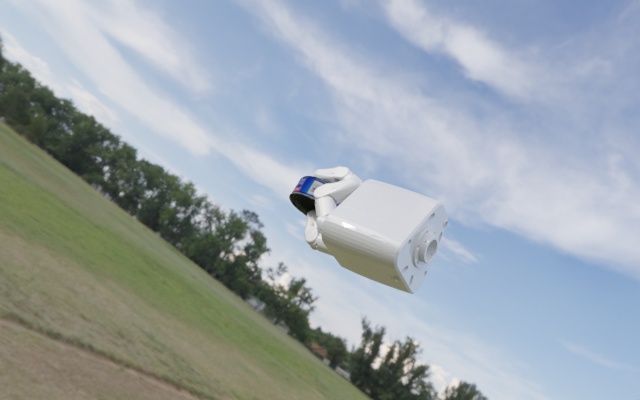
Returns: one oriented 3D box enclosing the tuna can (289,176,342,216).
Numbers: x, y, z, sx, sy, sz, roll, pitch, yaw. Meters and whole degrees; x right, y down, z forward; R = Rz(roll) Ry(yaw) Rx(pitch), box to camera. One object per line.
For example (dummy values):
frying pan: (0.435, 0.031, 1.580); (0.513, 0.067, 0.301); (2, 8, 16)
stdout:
tuna can: (0.000, 0.002, 0.684); (0.086, 0.033, 0.086); (27, -19, 10)
